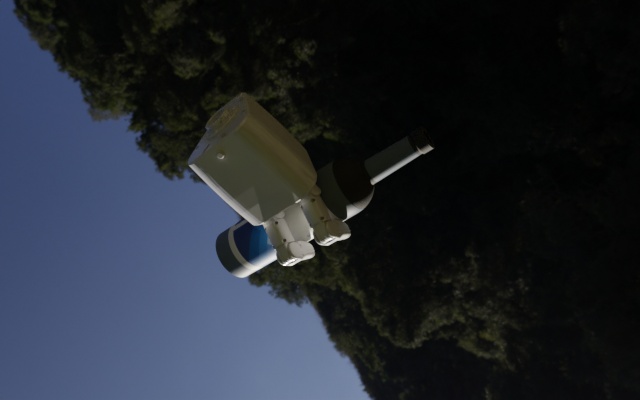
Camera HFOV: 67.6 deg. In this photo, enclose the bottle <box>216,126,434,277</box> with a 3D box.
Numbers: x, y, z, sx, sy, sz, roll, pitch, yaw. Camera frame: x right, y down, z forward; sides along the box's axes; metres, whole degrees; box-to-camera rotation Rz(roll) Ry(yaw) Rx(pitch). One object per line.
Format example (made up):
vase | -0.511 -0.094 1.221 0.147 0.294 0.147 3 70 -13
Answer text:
bottle | 0.000 0.002 0.569 0.296 0.069 0.069 -31 -15 25
